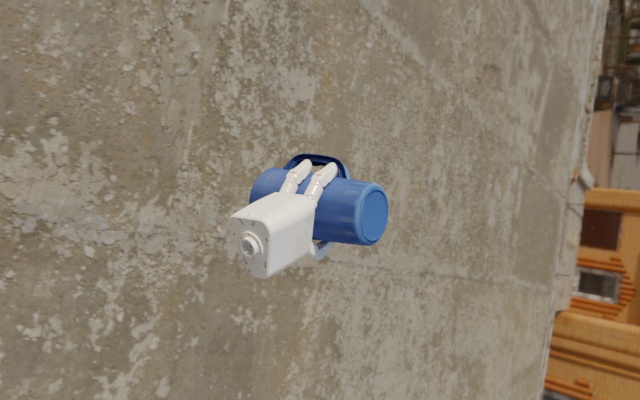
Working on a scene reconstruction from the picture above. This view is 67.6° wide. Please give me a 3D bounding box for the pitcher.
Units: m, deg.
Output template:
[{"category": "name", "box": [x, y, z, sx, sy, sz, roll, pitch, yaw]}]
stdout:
[{"category": "pitcher", "box": [0.000, 0.003, 0.875, 0.243, 0.149, 0.145, 7, 22, 37]}]
